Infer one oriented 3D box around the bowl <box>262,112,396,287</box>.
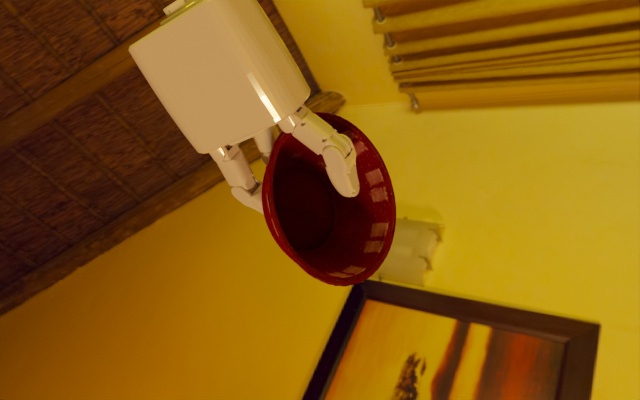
[{"bbox_3d":[0.000,0.003,0.456,0.162,0.162,0.055,0,-11,-42],"label":"bowl"}]
